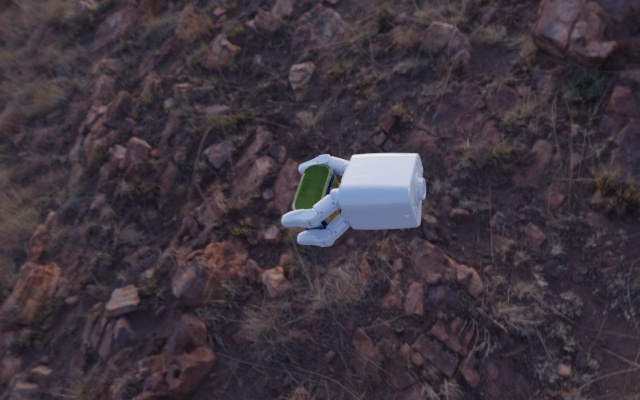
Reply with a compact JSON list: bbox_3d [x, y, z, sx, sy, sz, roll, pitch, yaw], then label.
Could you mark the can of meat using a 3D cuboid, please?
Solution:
[{"bbox_3d":[0.000,0.002,0.780,0.057,0.102,0.084,3,-31,24],"label":"can of meat"}]
